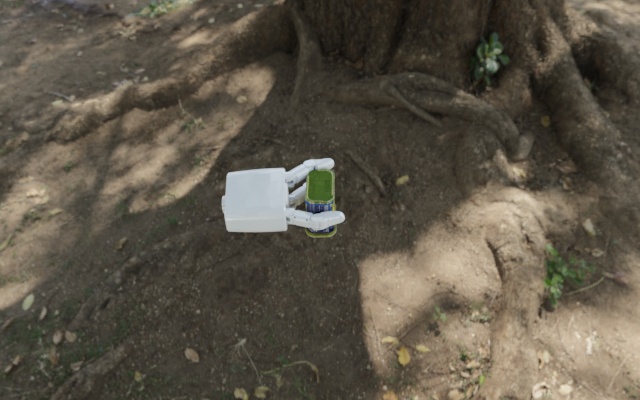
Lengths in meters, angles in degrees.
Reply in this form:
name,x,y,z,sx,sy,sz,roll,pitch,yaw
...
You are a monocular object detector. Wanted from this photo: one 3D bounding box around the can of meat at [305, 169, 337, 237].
name,x,y,z,sx,sy,sz,roll,pitch,yaw
can of meat,0.000,0.003,0.880,0.057,0.084,0.102,-1,40,2
